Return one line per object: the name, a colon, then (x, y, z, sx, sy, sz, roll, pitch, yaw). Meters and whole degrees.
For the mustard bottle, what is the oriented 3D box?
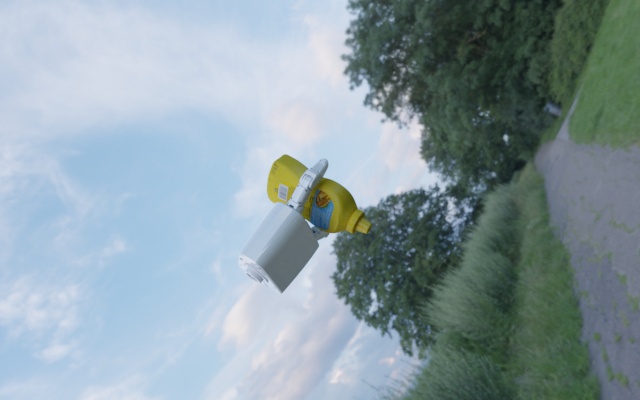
mustard bottle: (0.000, 0.002, 0.804, 0.191, 0.096, 0.058, 29, 43, 18)
